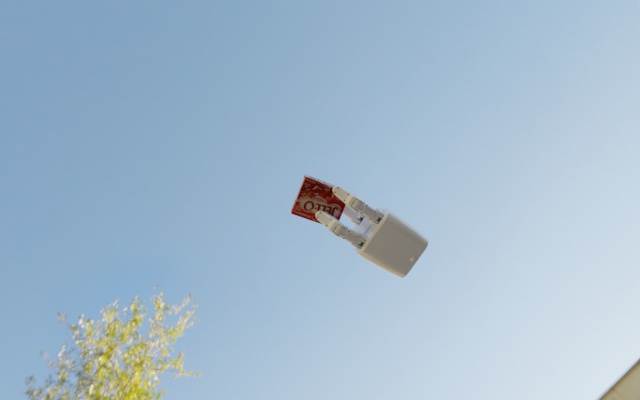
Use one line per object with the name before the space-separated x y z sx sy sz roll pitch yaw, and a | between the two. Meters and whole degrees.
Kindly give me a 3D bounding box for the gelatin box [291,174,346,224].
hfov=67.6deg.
gelatin box | 0.000 0.003 0.865 0.089 0.073 0.030 20 11 -9
